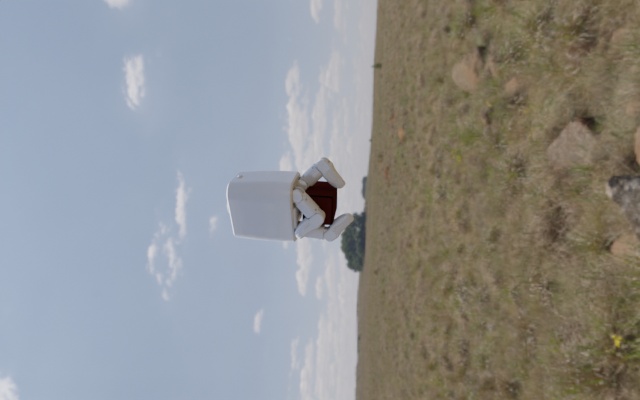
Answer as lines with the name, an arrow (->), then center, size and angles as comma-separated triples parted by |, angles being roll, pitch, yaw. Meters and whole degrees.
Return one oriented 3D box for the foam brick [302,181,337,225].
foam brick -> 0.000, 0.003, 0.813 | 0.051, 0.053, 0.078 | 3, 20, 6
